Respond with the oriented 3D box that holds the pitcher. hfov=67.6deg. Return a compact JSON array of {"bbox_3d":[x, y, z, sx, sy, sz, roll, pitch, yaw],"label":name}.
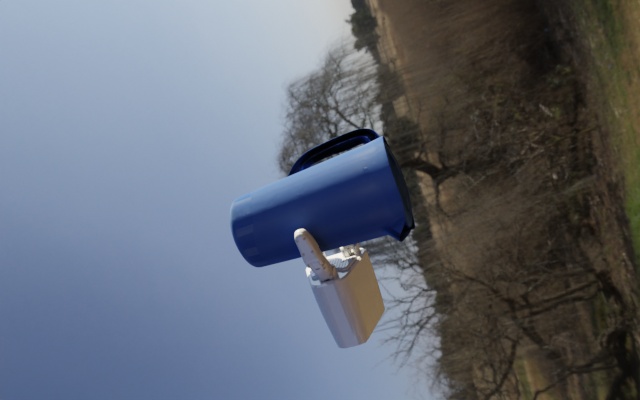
[{"bbox_3d":[0.000,0.002,0.676,0.243,0.145,0.149,-18,13,13],"label":"pitcher"}]
